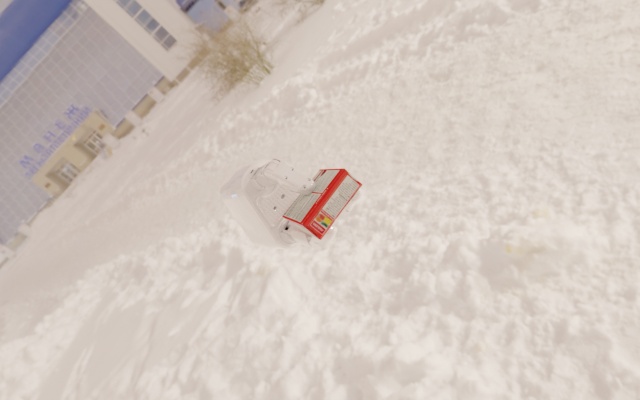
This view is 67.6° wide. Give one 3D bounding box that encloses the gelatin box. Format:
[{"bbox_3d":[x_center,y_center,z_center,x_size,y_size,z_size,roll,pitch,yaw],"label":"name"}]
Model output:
[{"bbox_3d":[0.000,0.001,0.524,0.030,0.073,0.089,40,-9,-15],"label":"gelatin box"}]
